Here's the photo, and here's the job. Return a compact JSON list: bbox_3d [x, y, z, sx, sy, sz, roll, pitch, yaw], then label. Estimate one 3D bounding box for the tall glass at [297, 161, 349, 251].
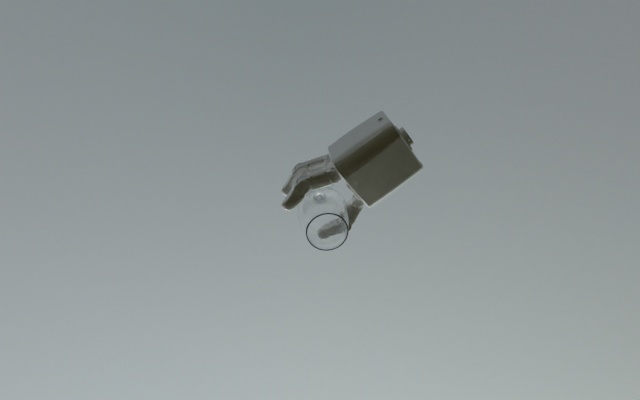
[{"bbox_3d":[0.000,0.002,0.768,0.079,0.079,0.201,0,26,-6],"label":"tall glass"}]
